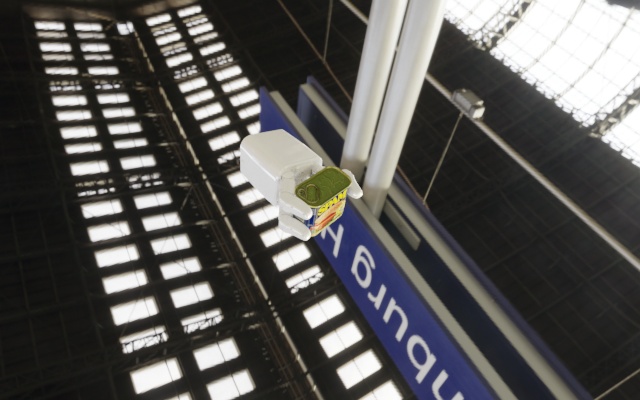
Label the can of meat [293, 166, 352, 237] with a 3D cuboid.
[{"bbox_3d":[0.000,0.003,0.818,0.057,0.084,0.102,39,54,24],"label":"can of meat"}]
